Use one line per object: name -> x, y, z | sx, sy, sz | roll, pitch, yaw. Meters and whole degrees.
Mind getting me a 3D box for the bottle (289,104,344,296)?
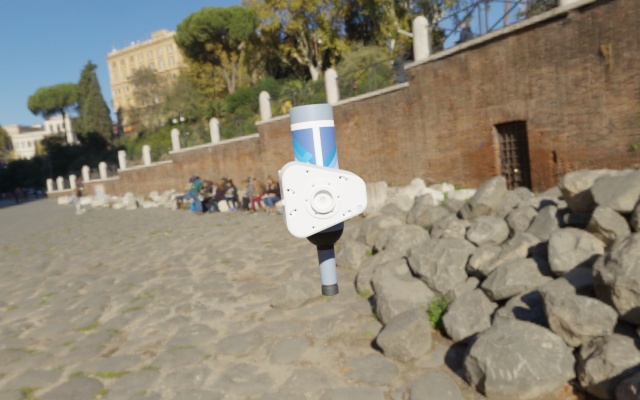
bottle -> 0.000, 0.002, 0.746 | 0.069, 0.296, 0.069 | -6, 5, 1
